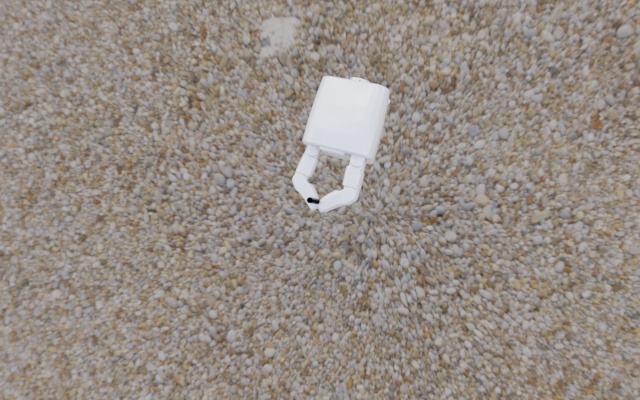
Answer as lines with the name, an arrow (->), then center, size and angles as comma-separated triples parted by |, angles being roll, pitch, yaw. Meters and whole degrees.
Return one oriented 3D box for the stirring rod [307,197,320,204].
stirring rod -> 0.000, 0.002, 0.730 | 0.011, 0.011, 0.239 | 0, -1, 7
